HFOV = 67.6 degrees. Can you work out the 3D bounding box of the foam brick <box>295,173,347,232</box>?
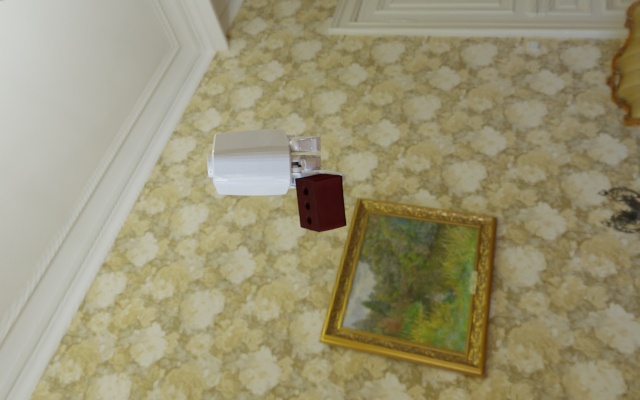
[{"bbox_3d":[0.000,0.003,0.704,0.051,0.078,0.053,-15,14,-34],"label":"foam brick"}]
